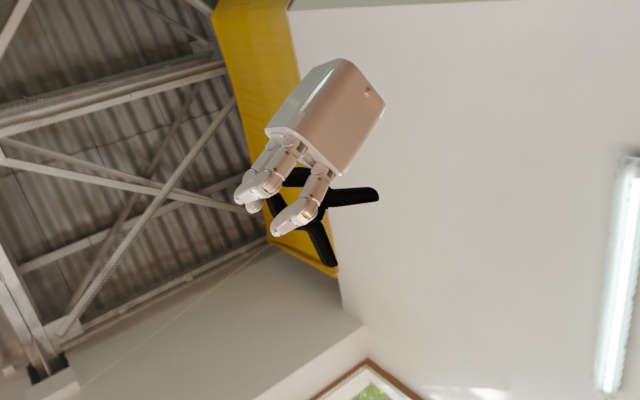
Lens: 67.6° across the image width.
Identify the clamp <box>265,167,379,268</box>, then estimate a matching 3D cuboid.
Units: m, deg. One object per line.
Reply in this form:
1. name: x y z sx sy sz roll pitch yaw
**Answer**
1. clamp: 0.000 0.002 0.599 0.171 0.120 0.039 41 -10 -39
